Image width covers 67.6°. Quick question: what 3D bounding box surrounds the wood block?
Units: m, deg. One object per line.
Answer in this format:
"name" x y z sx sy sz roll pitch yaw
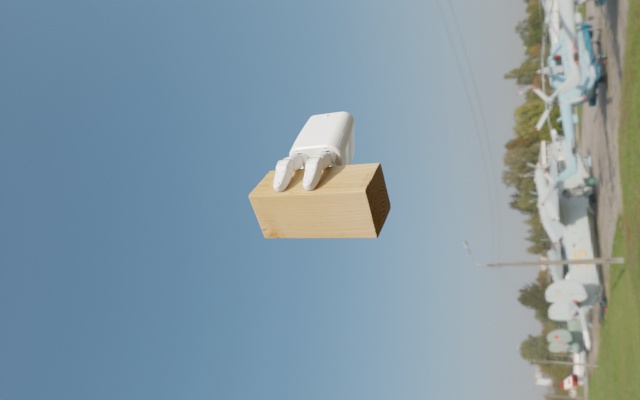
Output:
"wood block" 0.000 0.003 0.794 0.206 0.091 0.090 -3 32 26
